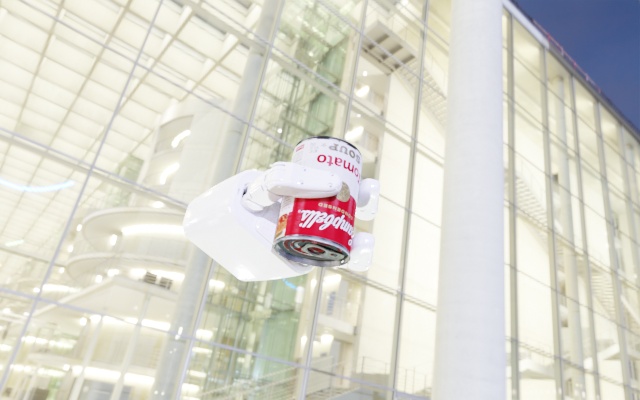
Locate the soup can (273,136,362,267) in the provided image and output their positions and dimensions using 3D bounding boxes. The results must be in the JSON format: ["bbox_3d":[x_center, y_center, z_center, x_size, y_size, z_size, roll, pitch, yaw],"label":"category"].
[{"bbox_3d":[0.000,0.001,0.434,0.068,0.102,0.068,8,-26,4],"label":"soup can"}]
